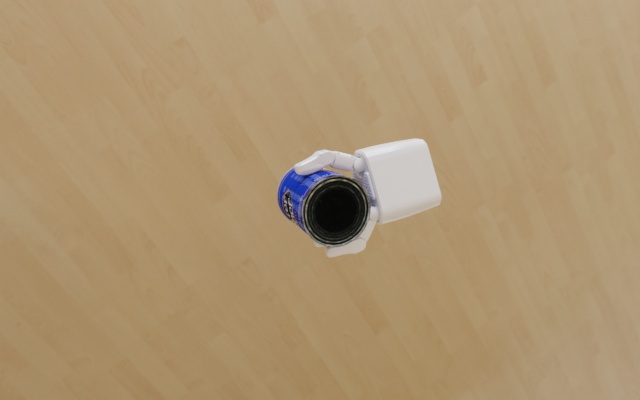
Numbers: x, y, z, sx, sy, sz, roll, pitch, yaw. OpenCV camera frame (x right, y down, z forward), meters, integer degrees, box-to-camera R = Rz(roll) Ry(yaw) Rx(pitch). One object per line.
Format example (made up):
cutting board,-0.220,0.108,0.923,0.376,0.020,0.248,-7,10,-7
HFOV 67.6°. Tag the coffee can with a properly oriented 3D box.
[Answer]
coffee can,0.000,0.002,0.721,0.103,0.103,0.140,0,11,-19
